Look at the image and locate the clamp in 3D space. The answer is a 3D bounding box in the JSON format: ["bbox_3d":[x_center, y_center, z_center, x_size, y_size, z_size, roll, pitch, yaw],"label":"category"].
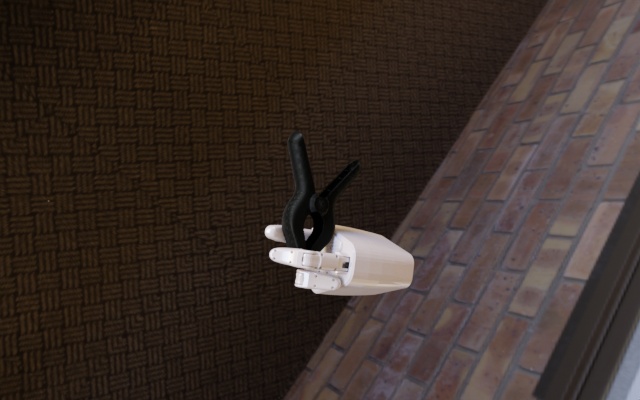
[{"bbox_3d":[0.000,0.002,0.642,0.120,0.171,0.039,10,-5,-29],"label":"clamp"}]
